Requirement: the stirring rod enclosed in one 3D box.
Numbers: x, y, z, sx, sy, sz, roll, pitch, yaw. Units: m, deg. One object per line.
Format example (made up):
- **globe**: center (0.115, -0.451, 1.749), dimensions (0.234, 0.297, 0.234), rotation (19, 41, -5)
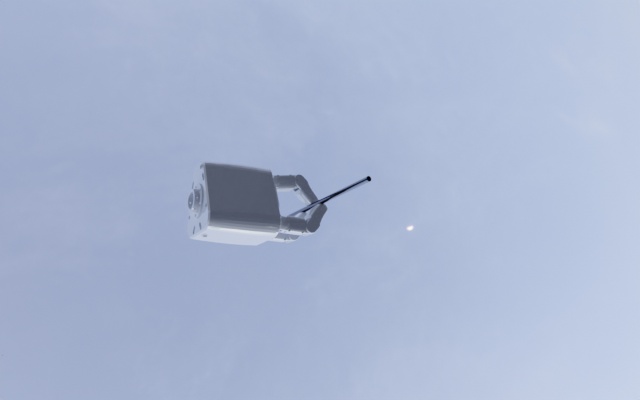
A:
- **stirring rod**: center (0.000, 0.002, 0.731), dimensions (0.011, 0.011, 0.239), rotation (0, -15, -34)
